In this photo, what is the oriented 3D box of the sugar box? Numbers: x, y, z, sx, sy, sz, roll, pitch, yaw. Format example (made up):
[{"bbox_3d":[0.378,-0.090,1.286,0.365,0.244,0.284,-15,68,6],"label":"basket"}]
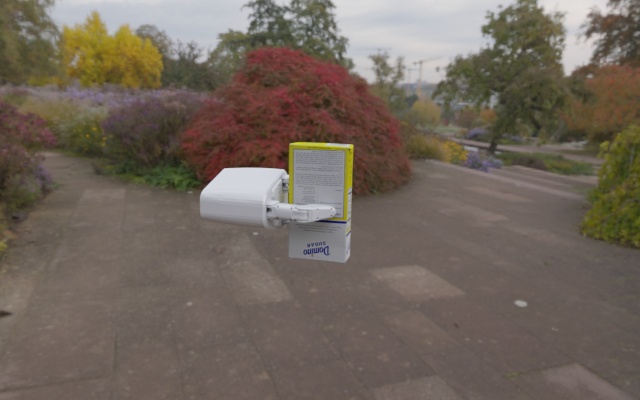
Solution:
[{"bbox_3d":[0.000,0.002,0.726,0.093,0.176,0.048,5,13,13],"label":"sugar box"}]
